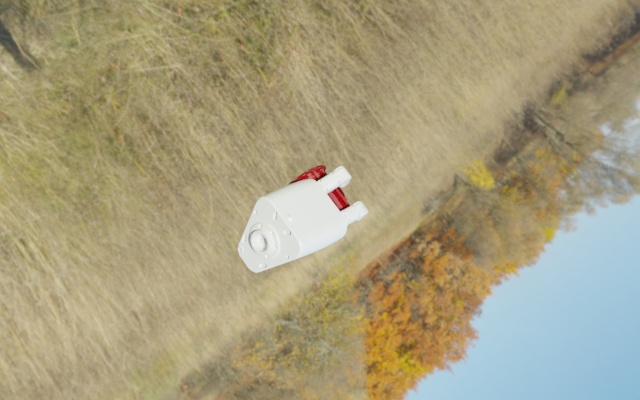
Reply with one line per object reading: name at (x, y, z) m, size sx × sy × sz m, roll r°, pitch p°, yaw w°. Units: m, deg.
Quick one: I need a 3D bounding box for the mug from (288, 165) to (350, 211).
mug at (0.001, 0.002, 0.752) m, size 0.093 × 0.081 × 0.117 m, roll -44°, pitch -13°, yaw 35°
